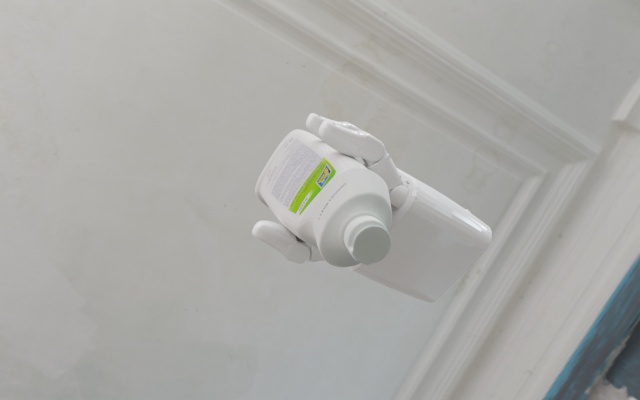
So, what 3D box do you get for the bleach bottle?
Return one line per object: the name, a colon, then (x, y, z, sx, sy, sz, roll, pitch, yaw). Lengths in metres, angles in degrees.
bleach bottle: (0.000, 0.001, 0.442, 0.068, 0.102, 0.250, 28, 8, -21)
